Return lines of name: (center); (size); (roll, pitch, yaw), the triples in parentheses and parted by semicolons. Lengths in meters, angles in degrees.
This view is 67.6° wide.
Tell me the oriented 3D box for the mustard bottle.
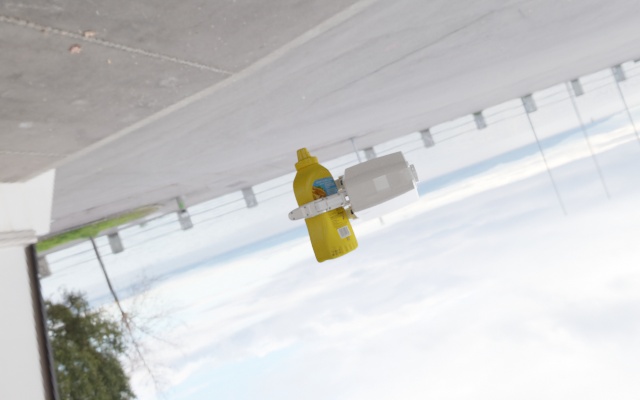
mustard bottle: (0.000, 0.003, 0.806); (0.058, 0.191, 0.096); (-21, -2, 36)
